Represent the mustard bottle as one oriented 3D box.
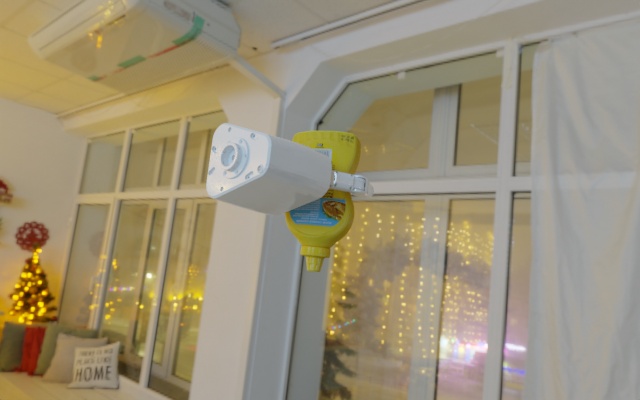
[{"bbox_3d":[0.000,0.002,0.662,0.096,0.191,0.058,3,-9,16],"label":"mustard bottle"}]
